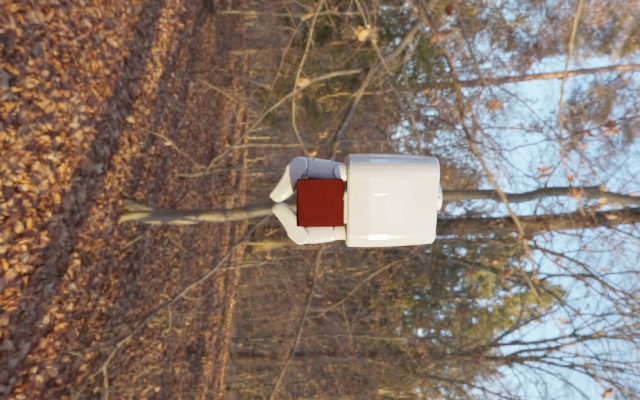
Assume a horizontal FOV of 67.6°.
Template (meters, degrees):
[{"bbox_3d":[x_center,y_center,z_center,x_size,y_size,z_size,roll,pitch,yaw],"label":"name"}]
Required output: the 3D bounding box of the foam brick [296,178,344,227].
[{"bbox_3d":[0.000,0.002,0.544,0.051,0.053,0.078,1,1,0],"label":"foam brick"}]
